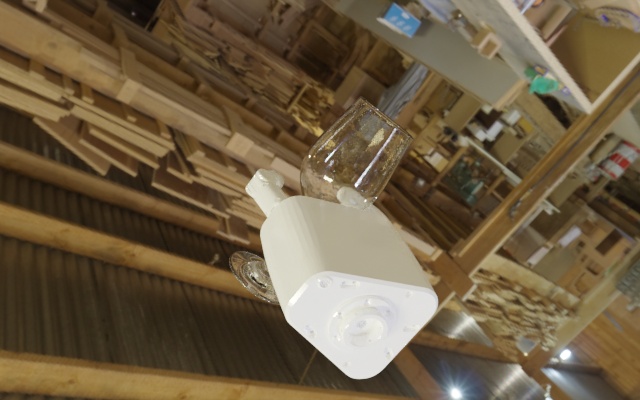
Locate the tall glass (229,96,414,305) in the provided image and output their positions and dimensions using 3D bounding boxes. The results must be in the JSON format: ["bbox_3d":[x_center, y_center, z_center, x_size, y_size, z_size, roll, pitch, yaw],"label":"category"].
[{"bbox_3d":[0.000,0.002,0.452,0.079,0.201,0.079,35,14,-10],"label":"tall glass"}]
